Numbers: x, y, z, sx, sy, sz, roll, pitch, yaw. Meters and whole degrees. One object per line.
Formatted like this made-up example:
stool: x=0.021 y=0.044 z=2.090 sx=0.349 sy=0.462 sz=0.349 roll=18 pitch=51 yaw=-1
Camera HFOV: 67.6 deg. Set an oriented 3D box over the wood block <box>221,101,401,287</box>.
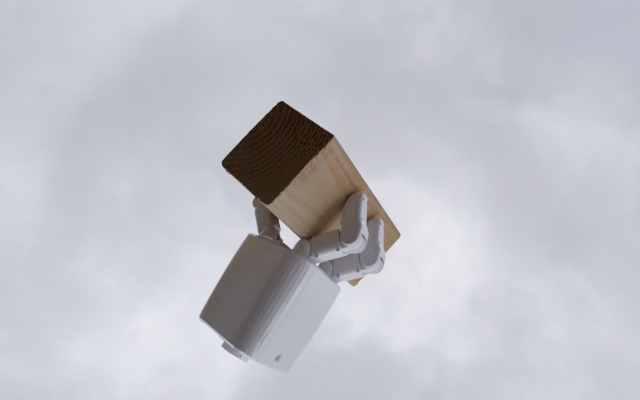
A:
wood block: x=0.000 y=0.002 z=0.522 sx=0.090 sy=0.090 sz=0.206 roll=39 pitch=-7 yaw=39
